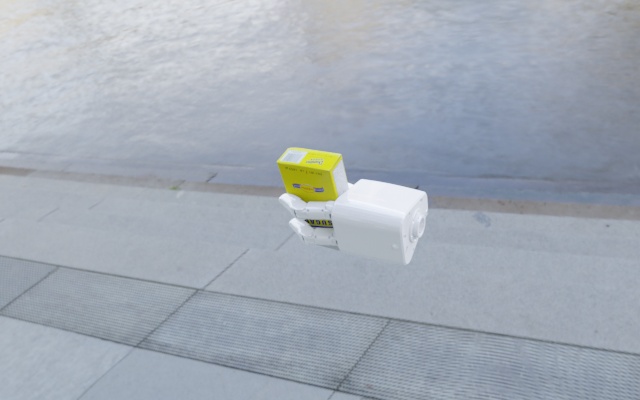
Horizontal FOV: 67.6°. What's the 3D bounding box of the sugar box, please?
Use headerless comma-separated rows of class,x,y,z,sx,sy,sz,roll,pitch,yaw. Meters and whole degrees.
sugar box,0.000,0.003,0.745,0.093,0.176,0.048,11,46,29
